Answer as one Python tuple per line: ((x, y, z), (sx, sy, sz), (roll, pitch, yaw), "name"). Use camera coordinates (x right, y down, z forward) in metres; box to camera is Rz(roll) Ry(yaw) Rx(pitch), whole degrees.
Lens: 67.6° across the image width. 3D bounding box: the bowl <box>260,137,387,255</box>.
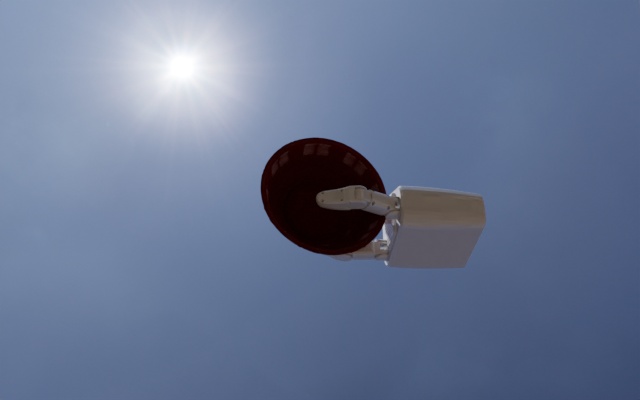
((-0.001, 0.002, 0.604), (0.162, 0.162, 0.055), (0, -27, -18), "bowl")
